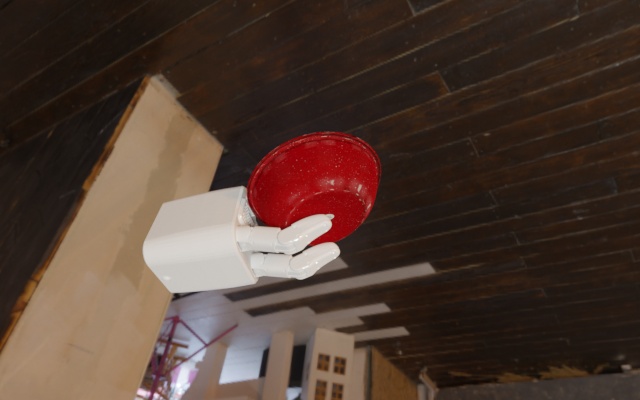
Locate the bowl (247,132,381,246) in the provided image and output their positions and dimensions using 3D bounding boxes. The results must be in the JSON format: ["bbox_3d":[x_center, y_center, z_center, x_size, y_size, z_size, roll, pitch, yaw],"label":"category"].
[{"bbox_3d":[0.001,0.001,0.542,0.162,0.055,0.162,-11,-42,-10],"label":"bowl"}]
